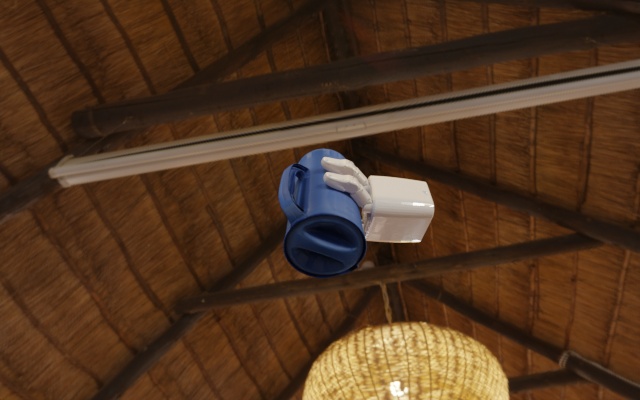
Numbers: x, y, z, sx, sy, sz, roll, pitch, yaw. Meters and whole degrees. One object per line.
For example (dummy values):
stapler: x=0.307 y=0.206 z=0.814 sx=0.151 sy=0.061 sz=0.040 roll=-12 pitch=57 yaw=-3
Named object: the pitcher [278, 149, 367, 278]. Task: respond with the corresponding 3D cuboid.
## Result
pitcher: x=0.000 y=0.003 z=0.845 sx=0.145 sy=0.149 sz=0.242 roll=4 pitch=35 yaw=-4
